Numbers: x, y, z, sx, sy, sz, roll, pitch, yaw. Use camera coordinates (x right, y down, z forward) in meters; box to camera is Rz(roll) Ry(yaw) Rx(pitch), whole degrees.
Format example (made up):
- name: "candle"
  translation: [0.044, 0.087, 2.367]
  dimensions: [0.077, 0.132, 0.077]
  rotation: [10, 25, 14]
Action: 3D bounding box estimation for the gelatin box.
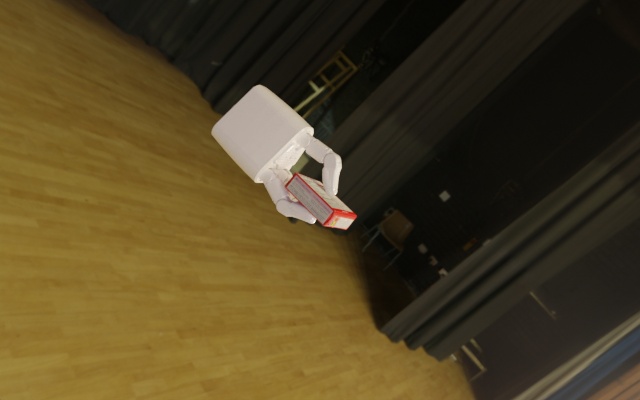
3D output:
- name: "gelatin box"
  translation: [0.001, 0.002, 0.686]
  dimensions: [0.089, 0.030, 0.073]
  rotation: [43, 13, 26]
